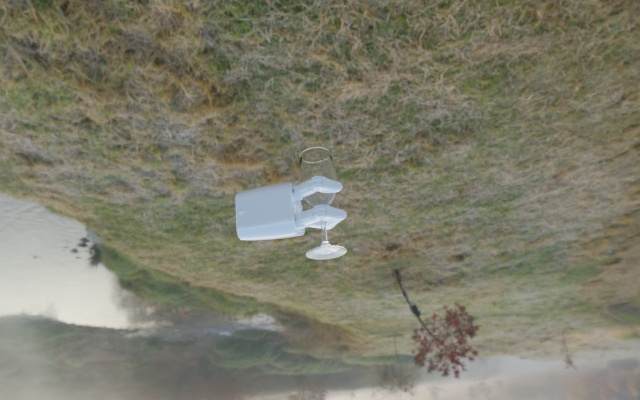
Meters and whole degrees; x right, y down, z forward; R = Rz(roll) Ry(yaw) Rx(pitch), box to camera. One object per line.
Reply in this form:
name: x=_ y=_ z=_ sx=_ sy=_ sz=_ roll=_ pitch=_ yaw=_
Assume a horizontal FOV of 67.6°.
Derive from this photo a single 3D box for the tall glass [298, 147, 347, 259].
tall glass: x=0.000 y=0.004 z=0.889 sx=0.079 sy=0.201 sz=0.079 roll=-5 pitch=-23 yaw=-2
